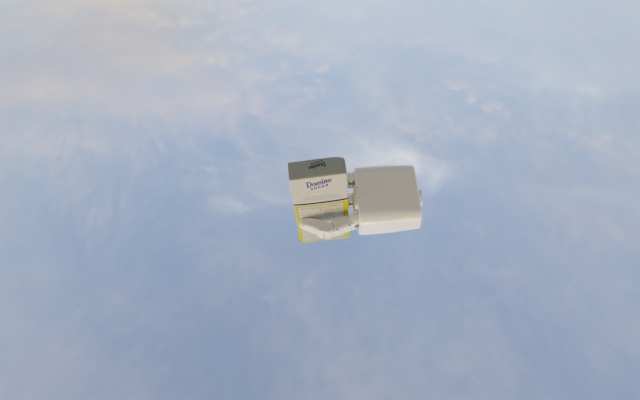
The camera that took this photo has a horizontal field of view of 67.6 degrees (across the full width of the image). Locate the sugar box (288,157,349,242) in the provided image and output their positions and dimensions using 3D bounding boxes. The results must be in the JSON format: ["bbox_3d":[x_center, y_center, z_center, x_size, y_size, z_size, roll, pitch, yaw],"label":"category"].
[{"bbox_3d":[0.000,0.002,0.813,0.093,0.048,0.176,-7,-41,-1],"label":"sugar box"}]
